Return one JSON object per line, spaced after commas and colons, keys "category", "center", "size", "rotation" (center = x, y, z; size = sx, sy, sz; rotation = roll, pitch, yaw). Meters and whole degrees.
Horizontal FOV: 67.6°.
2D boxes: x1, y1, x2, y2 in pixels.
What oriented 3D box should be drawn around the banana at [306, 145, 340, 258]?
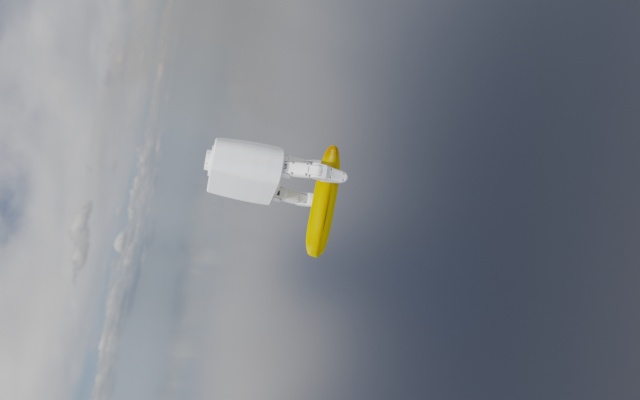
{"category": "banana", "center": [0.002, 0.011, 0.769], "size": [0.037, 0.198, 0.069], "rotation": [9, 15, -9]}
